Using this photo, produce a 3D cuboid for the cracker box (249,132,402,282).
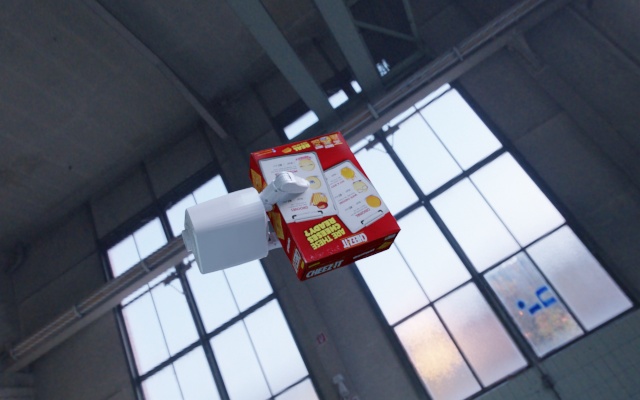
[{"bbox_3d":[0.000,0.002,0.760,0.164,0.213,0.072,-17,-30,-22],"label":"cracker box"}]
